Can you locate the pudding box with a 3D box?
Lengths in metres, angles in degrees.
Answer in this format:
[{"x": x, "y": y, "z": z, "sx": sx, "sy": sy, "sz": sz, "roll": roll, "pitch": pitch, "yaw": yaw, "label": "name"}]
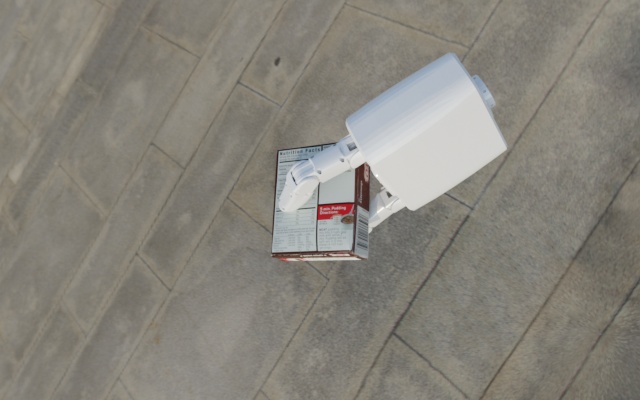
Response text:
[{"x": 0.000, "y": 0.001, "z": 0.467, "sx": 0.090, "sy": 0.113, "sz": 0.039, "roll": -5, "pitch": -18, "yaw": 25, "label": "pudding box"}]
